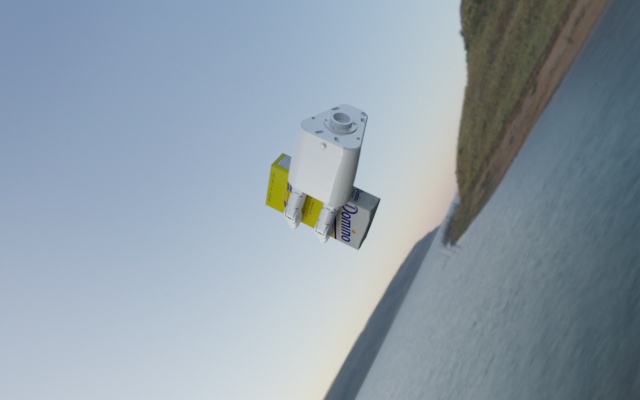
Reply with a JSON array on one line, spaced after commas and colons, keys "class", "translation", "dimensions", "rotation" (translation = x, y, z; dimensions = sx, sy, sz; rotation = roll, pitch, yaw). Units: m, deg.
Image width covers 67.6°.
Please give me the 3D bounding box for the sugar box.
[{"class": "sugar box", "translation": [0.000, 0.003, 0.768], "dimensions": [0.176, 0.093, 0.048], "rotation": [27, 45, 14]}]
